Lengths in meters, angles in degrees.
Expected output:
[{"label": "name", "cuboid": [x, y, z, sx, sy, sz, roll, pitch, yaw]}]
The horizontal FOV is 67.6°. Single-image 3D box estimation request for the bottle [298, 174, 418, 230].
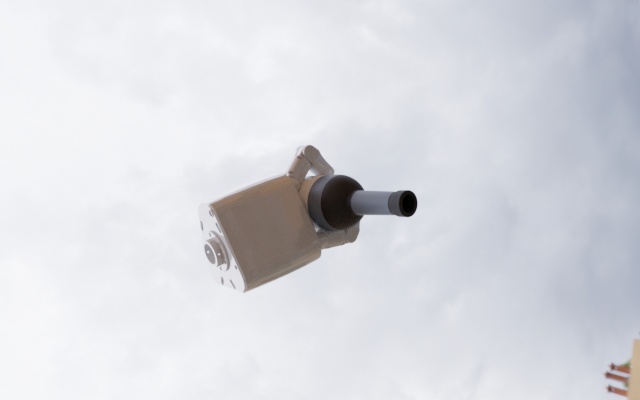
[{"label": "bottle", "cuboid": [0.000, 0.002, 0.594, 0.069, 0.069, 0.295, 0, 0, -37]}]
